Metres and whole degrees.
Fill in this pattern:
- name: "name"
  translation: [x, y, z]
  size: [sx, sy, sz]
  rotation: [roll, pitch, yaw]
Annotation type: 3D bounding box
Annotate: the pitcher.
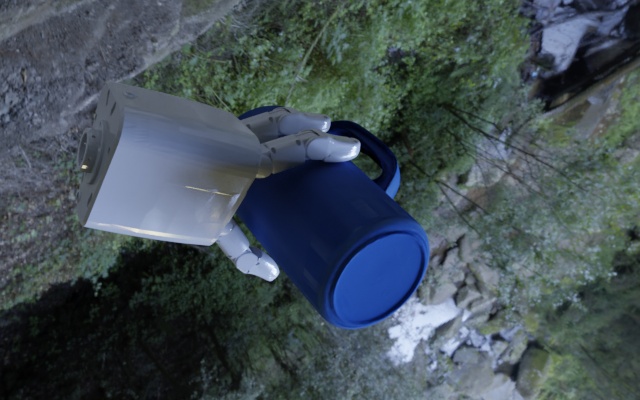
- name: "pitcher"
  translation: [0.000, 0.002, 0.466]
  size: [0.145, 0.149, 0.242]
  rotation: [14, 20, -37]
